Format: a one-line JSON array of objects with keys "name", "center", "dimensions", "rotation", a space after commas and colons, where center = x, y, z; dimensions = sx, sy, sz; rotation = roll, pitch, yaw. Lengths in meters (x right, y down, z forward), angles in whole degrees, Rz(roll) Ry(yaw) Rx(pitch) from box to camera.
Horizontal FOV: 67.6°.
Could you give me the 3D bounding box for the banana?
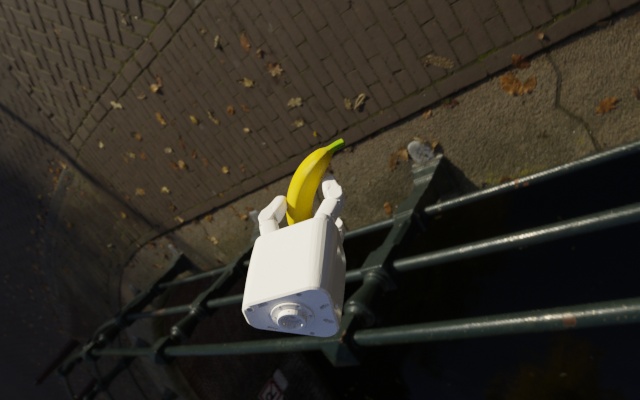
[{"name": "banana", "center": [-0.016, 0.000, 0.685], "dimensions": [0.069, 0.198, 0.037], "rotation": [-2, 43, -22]}]
